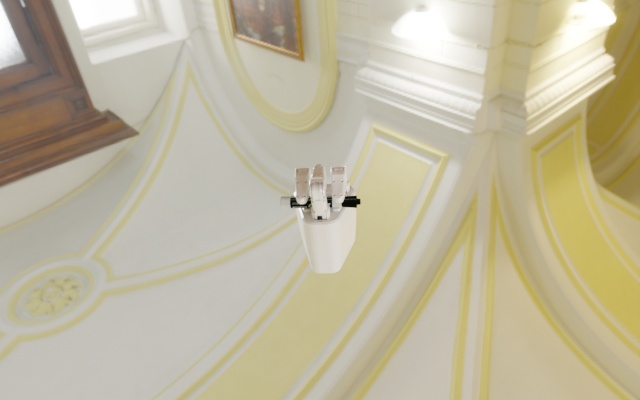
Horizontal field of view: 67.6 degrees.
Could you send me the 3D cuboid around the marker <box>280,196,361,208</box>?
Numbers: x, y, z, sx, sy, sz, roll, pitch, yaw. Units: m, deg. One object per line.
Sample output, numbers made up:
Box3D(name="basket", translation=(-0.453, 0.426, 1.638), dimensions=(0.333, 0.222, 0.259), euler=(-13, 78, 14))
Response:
Box3D(name="marker", translation=(0.000, 0.002, 0.722), dimensions=(0.121, 0.020, 0.020), euler=(-1, 0, 7))
